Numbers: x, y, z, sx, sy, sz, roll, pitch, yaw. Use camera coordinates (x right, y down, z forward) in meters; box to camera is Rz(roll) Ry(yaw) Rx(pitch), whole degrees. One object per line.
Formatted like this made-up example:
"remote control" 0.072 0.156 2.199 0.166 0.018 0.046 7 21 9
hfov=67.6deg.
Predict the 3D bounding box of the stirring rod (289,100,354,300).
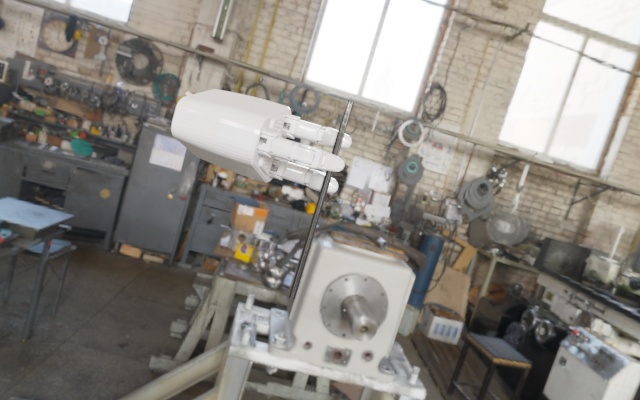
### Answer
"stirring rod" 0.000 0.002 0.555 0.011 0.239 0.011 16 7 -2
